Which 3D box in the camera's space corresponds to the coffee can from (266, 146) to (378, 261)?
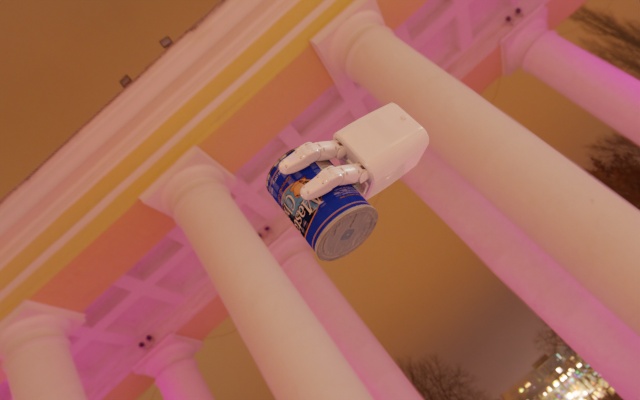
[{"bbox_3d":[0.000,0.002,0.688,0.103,0.103,0.140,0,41,-47],"label":"coffee can"}]
